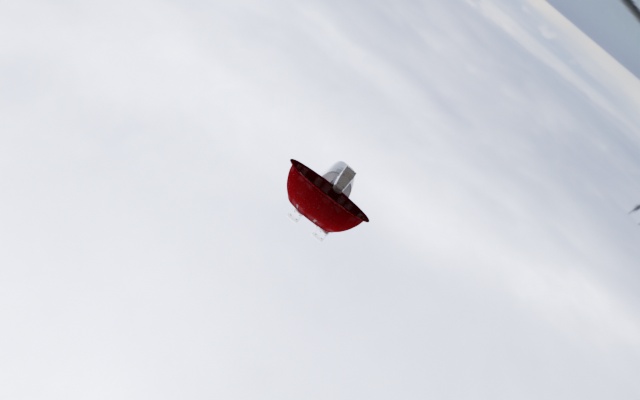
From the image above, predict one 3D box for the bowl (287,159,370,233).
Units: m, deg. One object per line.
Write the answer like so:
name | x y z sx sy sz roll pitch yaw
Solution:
bowl | 0.000 0.003 0.769 0.162 0.055 0.162 38 8 -6
